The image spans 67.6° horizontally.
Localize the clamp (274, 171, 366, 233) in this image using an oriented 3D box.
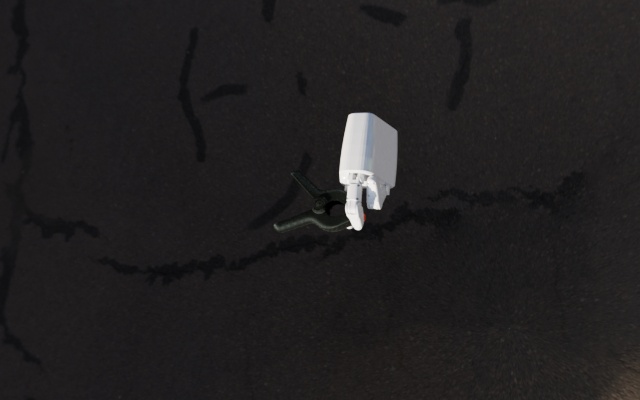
[{"bbox_3d":[0.000,0.003,0.864,0.171,0.120,0.039,2,-12,22],"label":"clamp"}]
